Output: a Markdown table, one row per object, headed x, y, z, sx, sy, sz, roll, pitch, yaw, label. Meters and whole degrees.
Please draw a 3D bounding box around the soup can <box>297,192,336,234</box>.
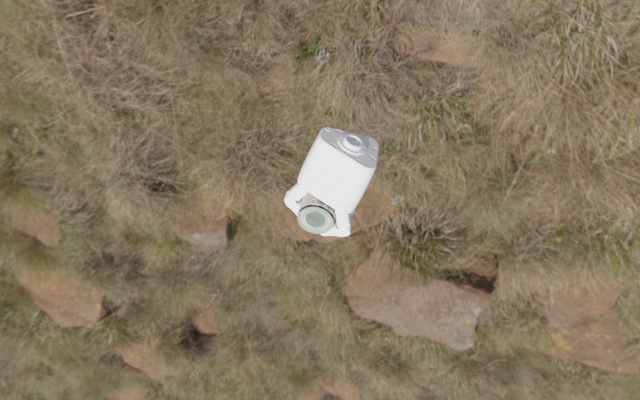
| x | y | z | sx | sy | sz | roll | pitch | yaw | label |
| --- | --- | --- | --- | --- | --- | --- | --- | --- | --- |
| 0.000 | 0.003 | 0.869 | 0.068 | 0.069 | 0.102 | 0 | 40 | 13 | soup can |
